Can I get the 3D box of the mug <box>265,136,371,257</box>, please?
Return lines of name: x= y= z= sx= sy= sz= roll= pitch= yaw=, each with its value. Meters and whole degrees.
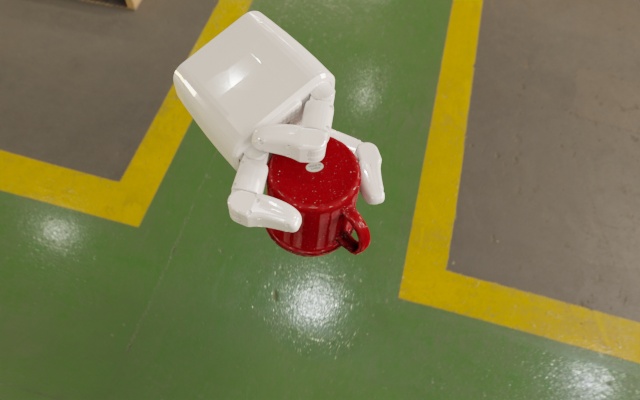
mug: x=0.001 y=0.002 z=0.433 sx=0.093 sy=0.117 sz=0.081 roll=-36 pitch=-21 yaw=-21
